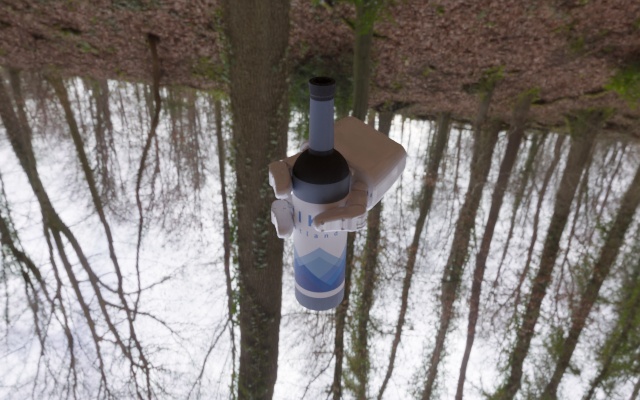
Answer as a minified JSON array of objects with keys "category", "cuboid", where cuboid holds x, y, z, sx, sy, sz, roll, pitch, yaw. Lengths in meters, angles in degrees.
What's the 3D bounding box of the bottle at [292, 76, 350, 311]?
[{"category":"bottle","cuboid":[0.000,0.002,0.564,0.069,0.296,0.069,1,33,0]}]
